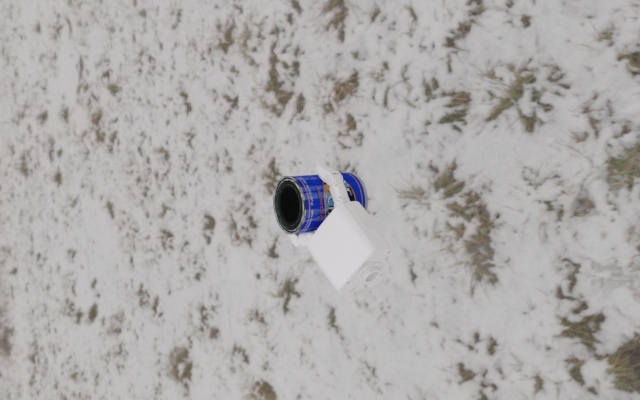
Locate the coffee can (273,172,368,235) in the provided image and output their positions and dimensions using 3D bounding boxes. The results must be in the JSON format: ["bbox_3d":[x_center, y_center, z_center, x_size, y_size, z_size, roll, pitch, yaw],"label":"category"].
[{"bbox_3d":[0.000,0.003,0.862,0.140,0.103,0.103,-6,3,-35],"label":"coffee can"}]
